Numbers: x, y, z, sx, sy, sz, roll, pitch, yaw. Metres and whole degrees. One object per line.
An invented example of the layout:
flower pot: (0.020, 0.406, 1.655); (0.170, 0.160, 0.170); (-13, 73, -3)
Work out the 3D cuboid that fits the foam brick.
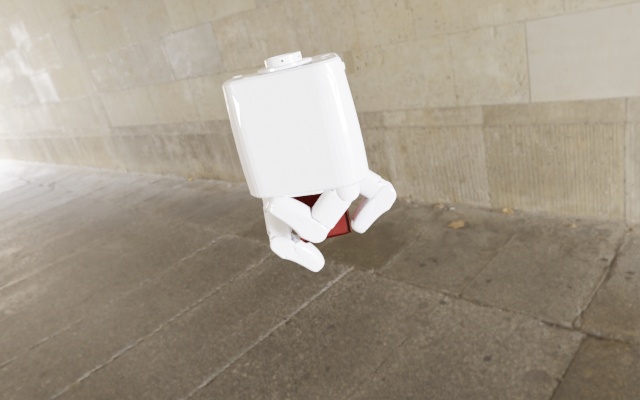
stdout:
foam brick: (0.000, 0.002, 0.494); (0.053, 0.051, 0.078); (-13, 20, 3)
